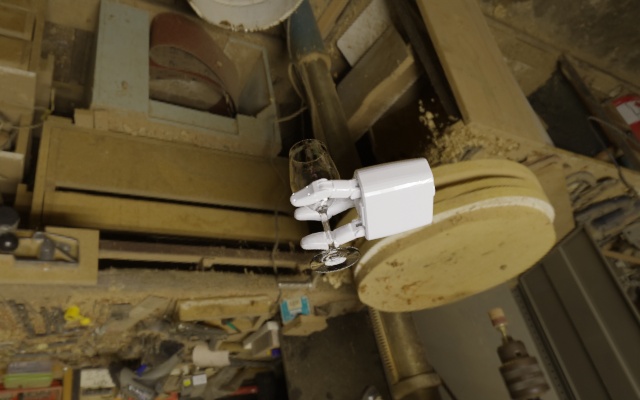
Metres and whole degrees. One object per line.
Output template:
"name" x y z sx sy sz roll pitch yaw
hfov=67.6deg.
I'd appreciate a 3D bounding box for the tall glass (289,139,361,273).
"tall glass" 0.000 0.003 0.724 0.079 0.201 0.079 -11 -32 -7
